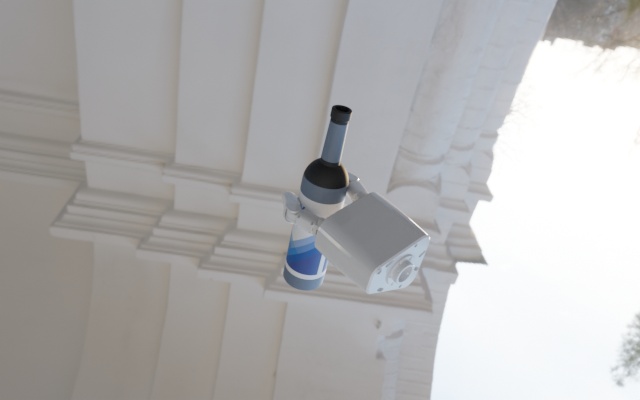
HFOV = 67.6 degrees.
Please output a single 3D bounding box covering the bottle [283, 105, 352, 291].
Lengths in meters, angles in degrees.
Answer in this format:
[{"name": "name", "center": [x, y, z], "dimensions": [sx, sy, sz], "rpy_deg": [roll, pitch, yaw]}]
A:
[{"name": "bottle", "center": [0.000, 0.002, 0.699], "dimensions": [0.069, 0.296, 0.069], "rpy_deg": [9, 32, -6]}]
